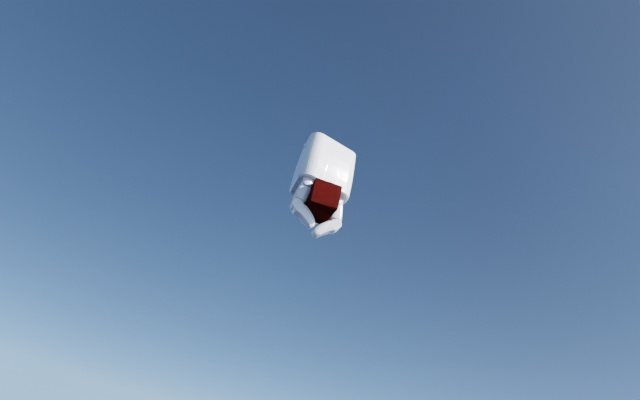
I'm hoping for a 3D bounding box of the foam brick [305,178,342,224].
[{"bbox_3d":[0.000,0.003,0.880,0.053,0.051,0.078,20,-29,-9],"label":"foam brick"}]
